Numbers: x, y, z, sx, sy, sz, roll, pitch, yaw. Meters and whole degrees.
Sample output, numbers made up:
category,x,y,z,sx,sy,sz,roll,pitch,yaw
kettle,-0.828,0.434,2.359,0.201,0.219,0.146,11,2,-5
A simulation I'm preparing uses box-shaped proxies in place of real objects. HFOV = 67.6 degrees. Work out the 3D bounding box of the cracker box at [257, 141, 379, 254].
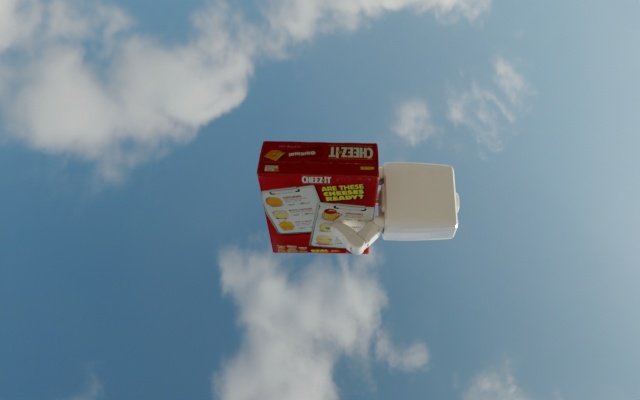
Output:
category,x,y,z,sx,sy,sz,roll,pitch,yaw
cracker box,0.000,0.003,0.730,0.164,0.072,0.214,1,-36,2
